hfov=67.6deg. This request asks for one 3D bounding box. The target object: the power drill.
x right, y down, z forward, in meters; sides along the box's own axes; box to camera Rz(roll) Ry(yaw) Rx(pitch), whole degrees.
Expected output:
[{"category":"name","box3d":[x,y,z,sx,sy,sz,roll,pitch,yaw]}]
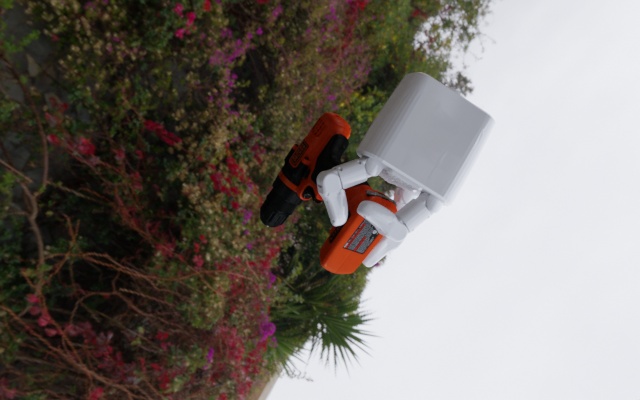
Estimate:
[{"category":"power drill","box3d":[0.000,0.002,0.599,0.057,0.184,0.187,18,26,-39]}]
